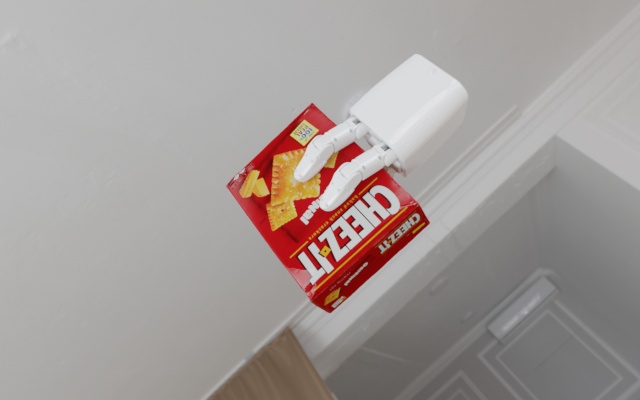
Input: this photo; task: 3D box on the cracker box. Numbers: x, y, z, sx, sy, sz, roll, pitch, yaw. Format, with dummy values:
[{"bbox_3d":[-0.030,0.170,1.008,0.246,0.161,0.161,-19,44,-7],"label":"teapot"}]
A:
[{"bbox_3d":[0.000,0.002,0.597,0.213,0.164,0.072,49,2,33],"label":"cracker box"}]
